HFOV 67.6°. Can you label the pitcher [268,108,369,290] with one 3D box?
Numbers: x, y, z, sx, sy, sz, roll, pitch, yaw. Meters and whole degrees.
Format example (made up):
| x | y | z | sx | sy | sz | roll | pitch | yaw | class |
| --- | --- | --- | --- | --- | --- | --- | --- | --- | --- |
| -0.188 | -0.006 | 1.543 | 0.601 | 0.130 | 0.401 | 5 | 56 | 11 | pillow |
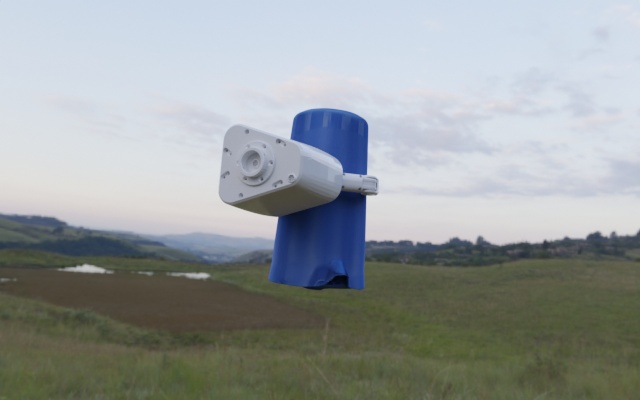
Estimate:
| x | y | z | sx | sy | sz | roll | pitch | yaw | class |
| --- | --- | --- | --- | --- | --- | --- | --- | --- | --- |
| 0.000 | 0.002 | 0.678 | 0.149 | 0.243 | 0.145 | 3 | -6 | 25 | pitcher |
